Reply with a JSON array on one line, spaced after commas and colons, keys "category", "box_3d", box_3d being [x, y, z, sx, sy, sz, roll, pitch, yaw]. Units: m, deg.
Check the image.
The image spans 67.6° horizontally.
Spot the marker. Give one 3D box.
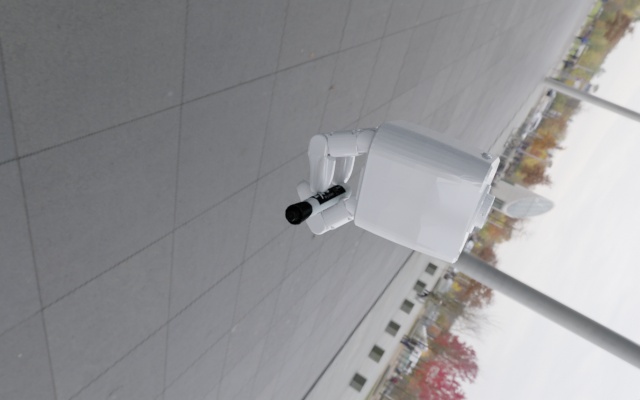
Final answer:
[{"category": "marker", "box_3d": [0.000, 0.002, 0.470, 0.020, 0.020, 0.121, 0, 12, 26]}]
